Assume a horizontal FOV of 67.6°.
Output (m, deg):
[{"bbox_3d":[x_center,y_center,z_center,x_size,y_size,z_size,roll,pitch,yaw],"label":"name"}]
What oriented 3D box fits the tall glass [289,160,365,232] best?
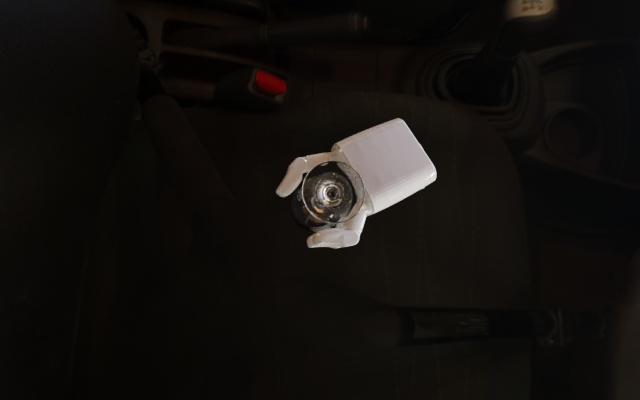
[{"bbox_3d":[0.000,0.002,0.648,0.079,0.079,0.201,0,-7,-10],"label":"tall glass"}]
